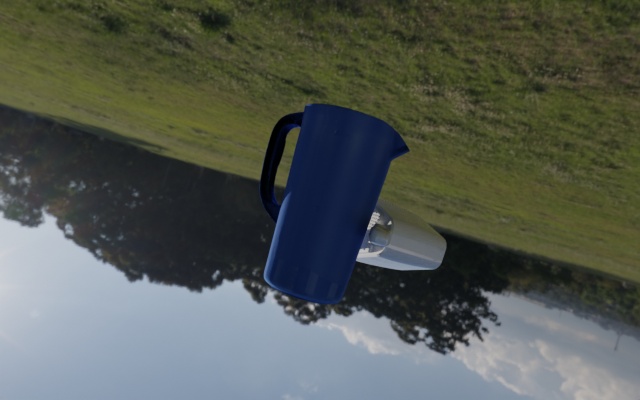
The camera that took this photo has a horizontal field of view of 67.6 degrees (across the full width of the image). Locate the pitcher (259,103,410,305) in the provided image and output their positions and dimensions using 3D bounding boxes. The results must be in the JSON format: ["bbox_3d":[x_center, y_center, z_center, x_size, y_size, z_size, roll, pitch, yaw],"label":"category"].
[{"bbox_3d":[0.000,0.002,0.631,0.145,0.243,0.149,18,-2,-27],"label":"pitcher"}]
